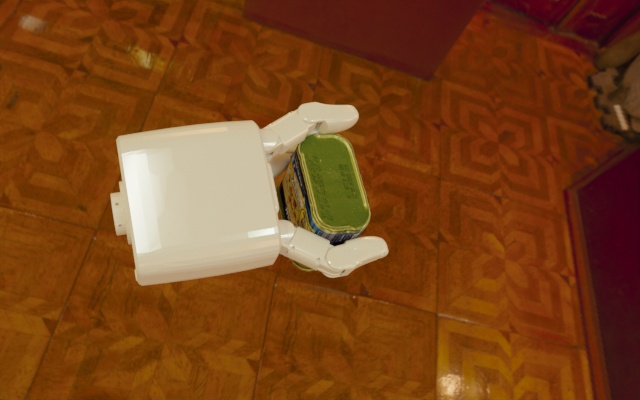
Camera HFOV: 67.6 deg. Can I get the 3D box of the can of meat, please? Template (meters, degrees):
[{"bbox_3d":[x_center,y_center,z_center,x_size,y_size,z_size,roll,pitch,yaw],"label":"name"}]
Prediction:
[{"bbox_3d":[0.000,0.001,0.436,0.057,0.102,0.084,-5,-26,-20],"label":"can of meat"}]
